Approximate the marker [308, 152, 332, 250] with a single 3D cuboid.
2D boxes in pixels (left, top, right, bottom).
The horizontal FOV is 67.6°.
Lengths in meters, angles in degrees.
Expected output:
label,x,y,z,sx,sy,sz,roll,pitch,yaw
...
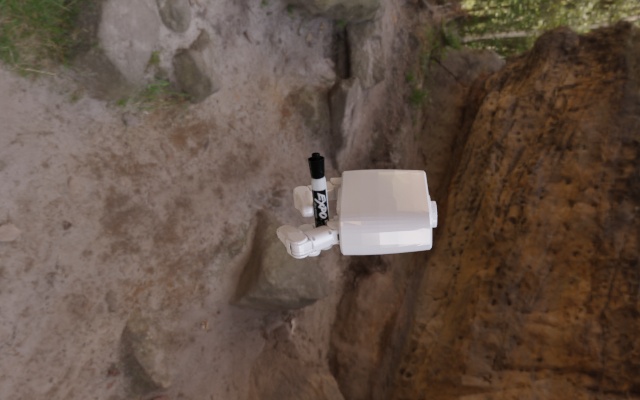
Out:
label,x,y,z,sx,sy,sz,roll,pitch,yaw
marker,0.000,0.002,0.559,0.020,0.121,0.020,-5,25,2
